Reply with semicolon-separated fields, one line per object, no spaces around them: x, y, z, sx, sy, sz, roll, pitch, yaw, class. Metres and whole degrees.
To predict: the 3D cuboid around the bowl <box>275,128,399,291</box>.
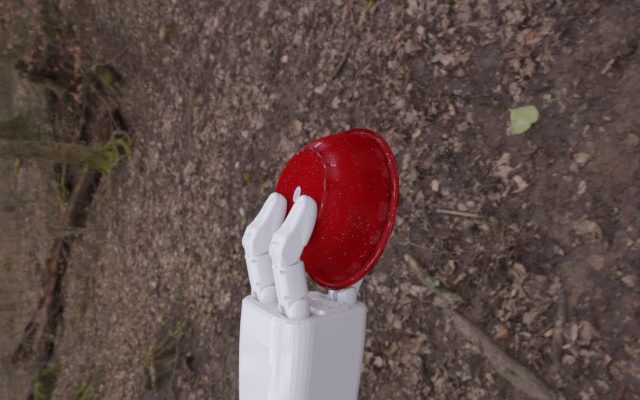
0.000;0.000;0.456;0.055;0.162;0.162;15;-8;-33;bowl
